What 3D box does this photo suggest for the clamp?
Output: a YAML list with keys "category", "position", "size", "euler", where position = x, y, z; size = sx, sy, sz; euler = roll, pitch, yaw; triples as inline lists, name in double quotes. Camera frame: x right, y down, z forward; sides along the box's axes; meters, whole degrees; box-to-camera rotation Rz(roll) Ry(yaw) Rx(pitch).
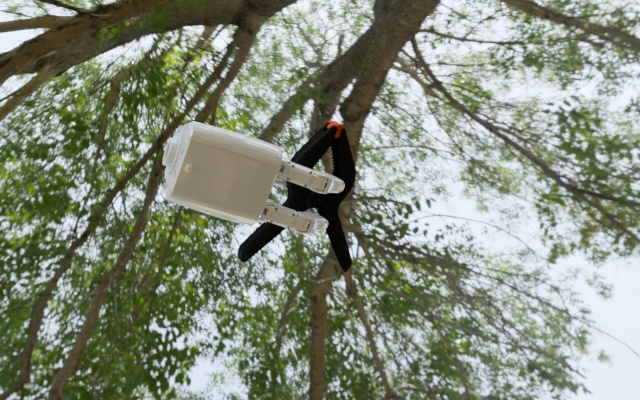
- category: "clamp"
  position: [0.000, 0.001, 0.630]
  size: [0.164, 0.210, 0.036]
  euler: [17, 13, -28]
